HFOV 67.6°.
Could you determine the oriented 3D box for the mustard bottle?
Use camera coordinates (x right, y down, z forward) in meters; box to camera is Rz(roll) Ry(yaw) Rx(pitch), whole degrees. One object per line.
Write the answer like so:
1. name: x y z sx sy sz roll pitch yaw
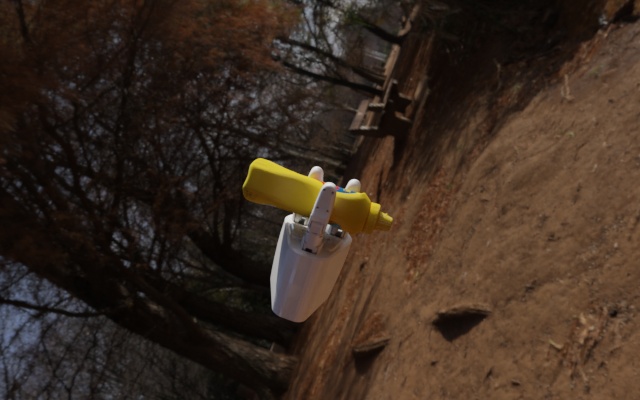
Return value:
1. mustard bottle: 0.000 0.002 0.620 0.191 0.058 0.096 19 -3 2
